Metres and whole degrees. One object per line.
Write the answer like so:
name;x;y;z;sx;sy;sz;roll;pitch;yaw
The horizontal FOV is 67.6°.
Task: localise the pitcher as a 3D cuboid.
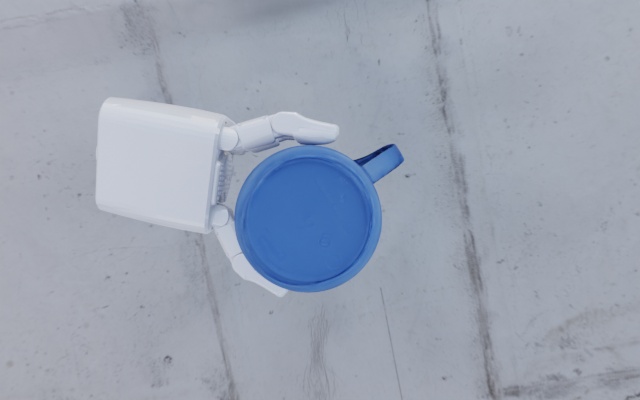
pitcher;0.000;0.002;0.456;0.145;0.149;0.243;14;3;-1
